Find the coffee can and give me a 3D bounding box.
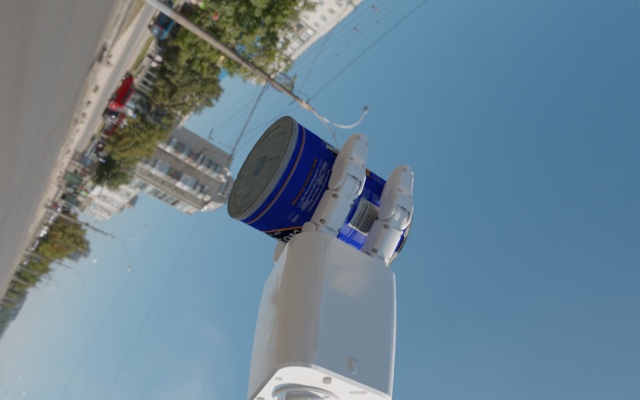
[{"bbox_3d":[0.000,0.001,0.447,0.140,0.102,0.103,30,-14,-24],"label":"coffee can"}]
